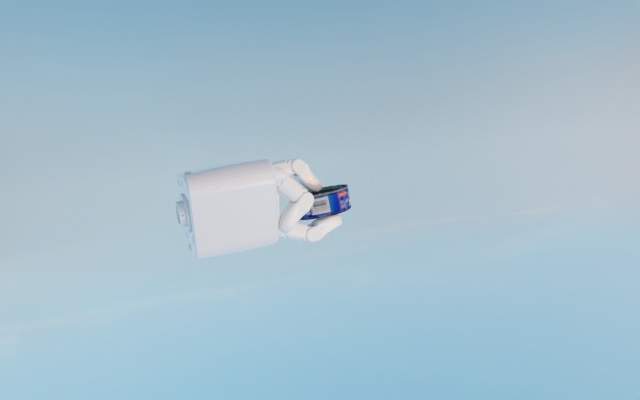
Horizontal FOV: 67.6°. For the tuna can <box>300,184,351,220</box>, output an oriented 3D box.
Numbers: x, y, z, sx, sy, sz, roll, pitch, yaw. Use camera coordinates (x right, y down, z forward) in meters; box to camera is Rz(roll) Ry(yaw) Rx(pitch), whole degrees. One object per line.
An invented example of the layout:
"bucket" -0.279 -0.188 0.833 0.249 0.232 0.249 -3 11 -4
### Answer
"tuna can" 0.000 0.003 0.678 0.086 0.034 0.086 -11 7 1
